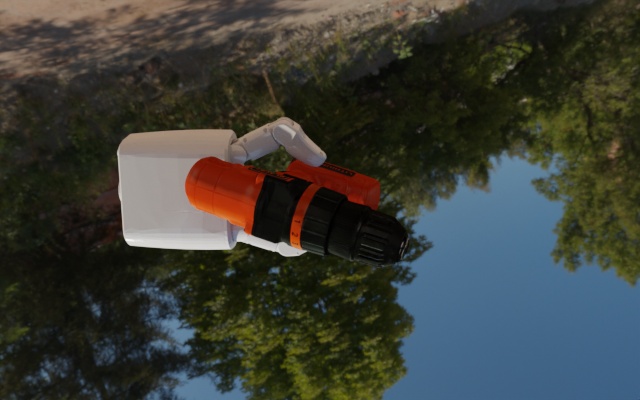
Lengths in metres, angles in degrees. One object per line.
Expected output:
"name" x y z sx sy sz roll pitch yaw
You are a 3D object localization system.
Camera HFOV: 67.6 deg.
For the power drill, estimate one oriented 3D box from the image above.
"power drill" 0.000 0.001 0.436 0.184 0.057 0.187 19 10 16
